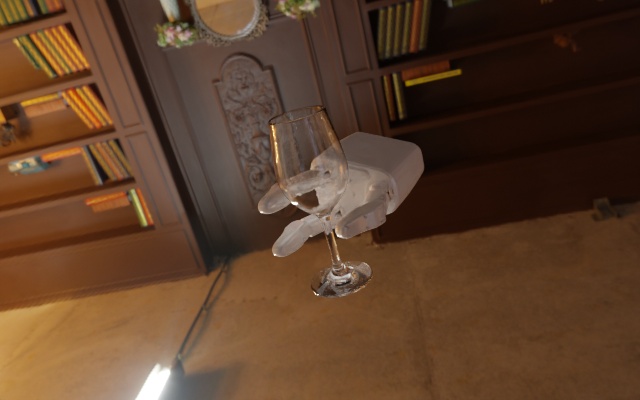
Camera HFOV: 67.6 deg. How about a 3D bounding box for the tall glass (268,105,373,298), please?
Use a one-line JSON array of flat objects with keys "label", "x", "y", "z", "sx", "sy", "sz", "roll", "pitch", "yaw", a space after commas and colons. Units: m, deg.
[{"label": "tall glass", "x": 0.000, "y": 0.002, "z": 0.523, "sx": 0.079, "sy": 0.201, "sz": 0.079, "roll": -13, "pitch": 21, "yaw": 5}]
